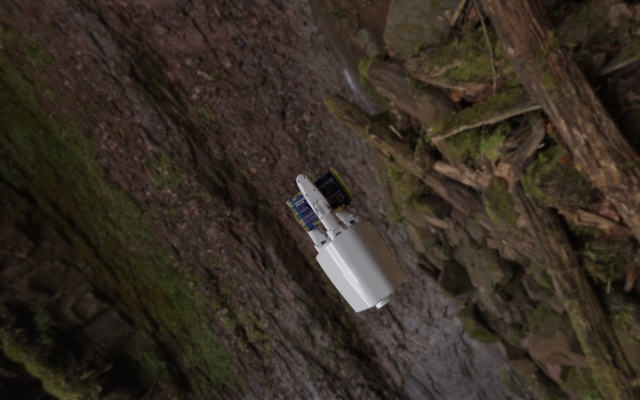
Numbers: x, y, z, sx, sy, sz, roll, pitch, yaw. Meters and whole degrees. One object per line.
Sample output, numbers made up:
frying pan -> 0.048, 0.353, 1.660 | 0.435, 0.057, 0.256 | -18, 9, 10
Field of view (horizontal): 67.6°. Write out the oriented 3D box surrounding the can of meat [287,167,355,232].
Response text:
can of meat -> 0.000, 0.002, 0.711 | 0.084, 0.057, 0.102 | -35, -6, -2
